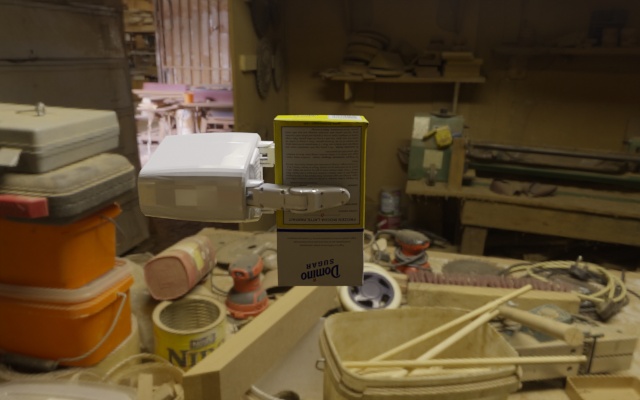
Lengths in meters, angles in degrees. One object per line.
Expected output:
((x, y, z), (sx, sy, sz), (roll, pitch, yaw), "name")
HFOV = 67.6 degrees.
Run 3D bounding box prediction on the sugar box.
((0.000, 0.001, 0.500), (0.093, 0.176, 0.048), (1, 17, 0), "sugar box")
